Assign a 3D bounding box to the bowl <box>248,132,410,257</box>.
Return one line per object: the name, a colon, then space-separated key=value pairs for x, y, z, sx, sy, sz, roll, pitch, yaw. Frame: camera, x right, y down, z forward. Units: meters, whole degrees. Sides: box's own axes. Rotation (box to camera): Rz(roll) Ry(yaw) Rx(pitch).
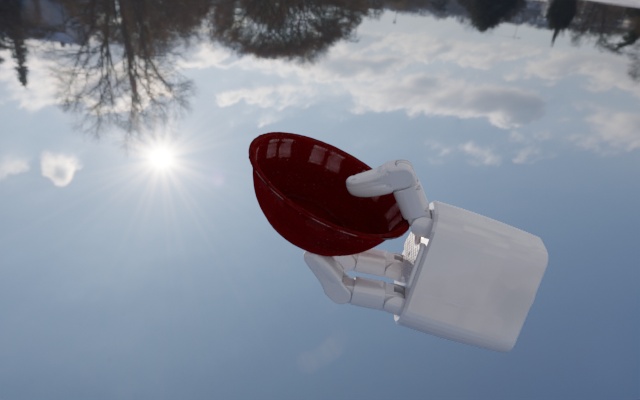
bowl: x=-0.001 y=0.001 z=0.445 sx=0.162 sy=0.055 sz=0.162 roll=23 pitch=27 yaw=-12
